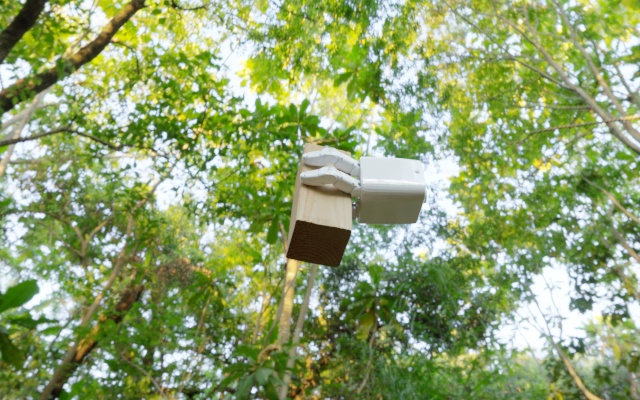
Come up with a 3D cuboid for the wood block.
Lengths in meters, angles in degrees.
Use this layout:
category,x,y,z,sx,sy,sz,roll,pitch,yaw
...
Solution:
category,x,y,z,sx,sy,sz,roll,pitch,yaw
wood block,0.000,0.003,0.820,0.090,0.091,0.206,11,40,-6
